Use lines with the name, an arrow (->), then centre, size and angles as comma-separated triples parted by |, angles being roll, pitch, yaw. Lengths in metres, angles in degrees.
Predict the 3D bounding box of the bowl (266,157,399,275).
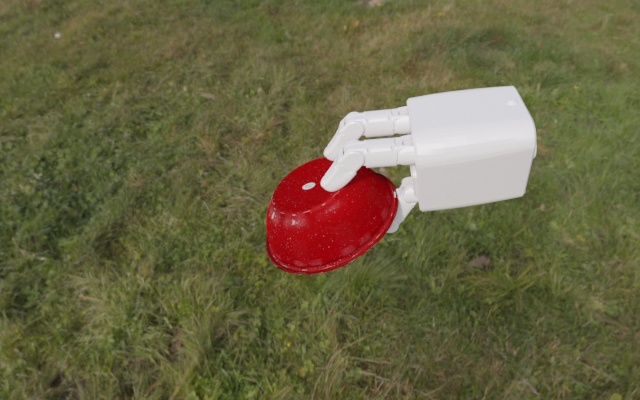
bowl -> -0.001, 0.002, 0.521 | 0.162, 0.055, 0.162 | -20, 35, 15
